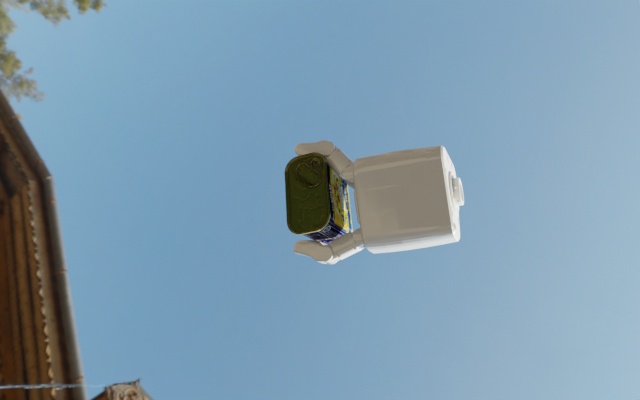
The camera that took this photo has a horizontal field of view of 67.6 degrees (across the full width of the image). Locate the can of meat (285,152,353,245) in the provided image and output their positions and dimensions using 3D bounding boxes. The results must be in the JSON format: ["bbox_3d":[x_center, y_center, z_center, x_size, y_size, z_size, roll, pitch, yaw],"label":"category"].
[{"bbox_3d":[0.000,0.002,0.611,0.057,0.102,0.084,-13,-22,22],"label":"can of meat"}]
